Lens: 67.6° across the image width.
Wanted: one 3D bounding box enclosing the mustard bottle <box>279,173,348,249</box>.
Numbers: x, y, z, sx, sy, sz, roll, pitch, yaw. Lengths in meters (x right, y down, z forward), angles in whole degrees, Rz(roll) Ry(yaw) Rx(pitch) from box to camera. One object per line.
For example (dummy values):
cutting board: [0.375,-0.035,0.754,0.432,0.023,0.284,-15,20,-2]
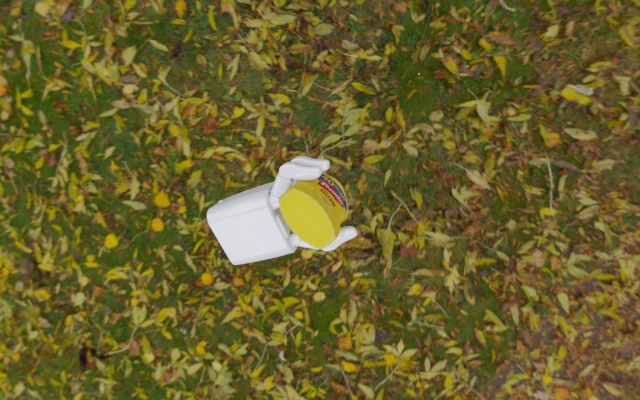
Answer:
mustard bottle: [0.000,0.002,0.740,0.058,0.096,0.191,-41,3,19]
